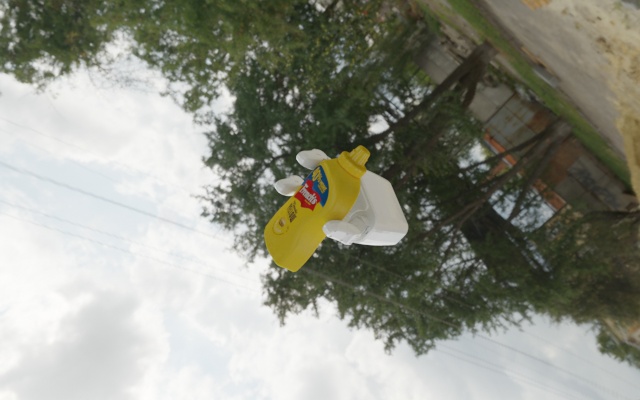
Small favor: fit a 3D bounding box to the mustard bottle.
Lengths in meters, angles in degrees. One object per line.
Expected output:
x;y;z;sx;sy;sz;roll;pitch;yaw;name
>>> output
0.000;0.002;0.652;0.058;0.192;0.096;29;24;-30;mustard bottle
